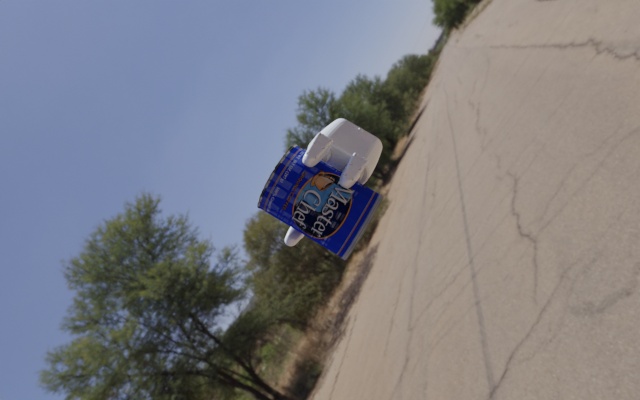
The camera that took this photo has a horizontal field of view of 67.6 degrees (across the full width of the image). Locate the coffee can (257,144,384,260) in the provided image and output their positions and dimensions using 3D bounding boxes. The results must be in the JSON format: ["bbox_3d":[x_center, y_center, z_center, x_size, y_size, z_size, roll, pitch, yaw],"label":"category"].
[{"bbox_3d":[0.000,0.002,0.653,0.140,0.103,0.103,31,2,3],"label":"coffee can"}]
